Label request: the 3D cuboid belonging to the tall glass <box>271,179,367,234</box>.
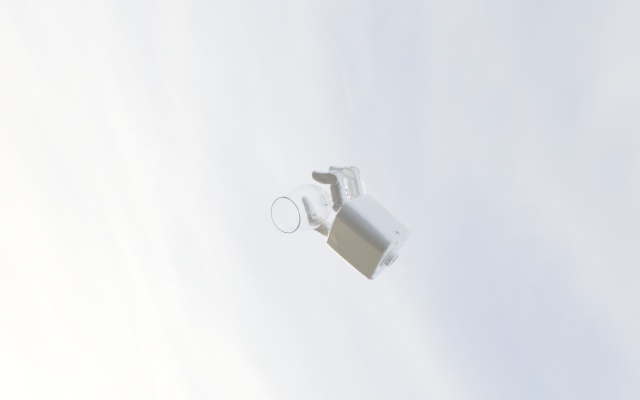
[{"bbox_3d":[0.000,0.003,0.848,0.079,0.079,0.201,0,12,37],"label":"tall glass"}]
